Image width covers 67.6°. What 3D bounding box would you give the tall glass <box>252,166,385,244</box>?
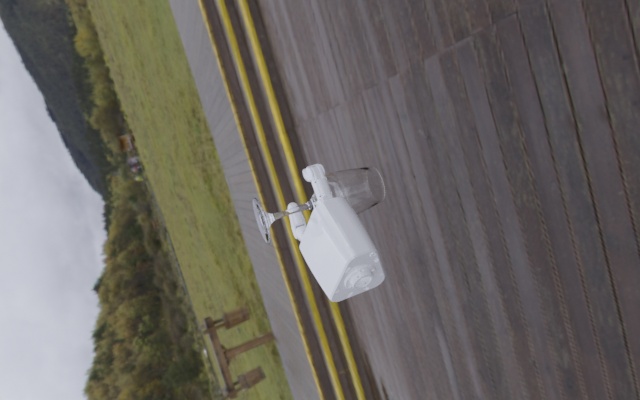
[{"bbox_3d":[-0.001,0.003,0.753,0.201,0.079,0.079,-18,5,-17],"label":"tall glass"}]
